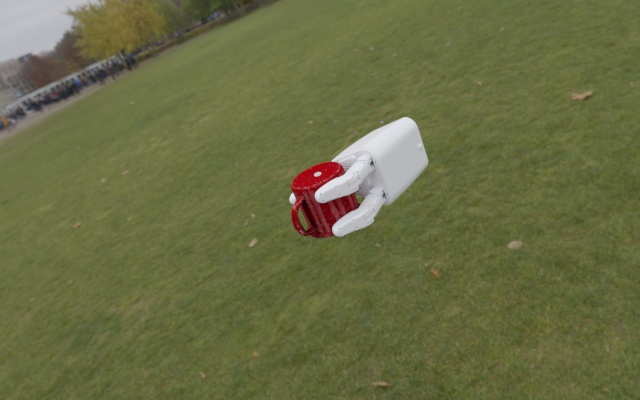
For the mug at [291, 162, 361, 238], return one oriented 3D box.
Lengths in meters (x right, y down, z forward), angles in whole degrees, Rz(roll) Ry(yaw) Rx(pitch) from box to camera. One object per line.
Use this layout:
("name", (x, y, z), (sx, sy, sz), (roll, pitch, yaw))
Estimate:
("mug", (-0.001, 0.003, 0.694), (0.093, 0.081, 0.117), (4, 36, 48))
